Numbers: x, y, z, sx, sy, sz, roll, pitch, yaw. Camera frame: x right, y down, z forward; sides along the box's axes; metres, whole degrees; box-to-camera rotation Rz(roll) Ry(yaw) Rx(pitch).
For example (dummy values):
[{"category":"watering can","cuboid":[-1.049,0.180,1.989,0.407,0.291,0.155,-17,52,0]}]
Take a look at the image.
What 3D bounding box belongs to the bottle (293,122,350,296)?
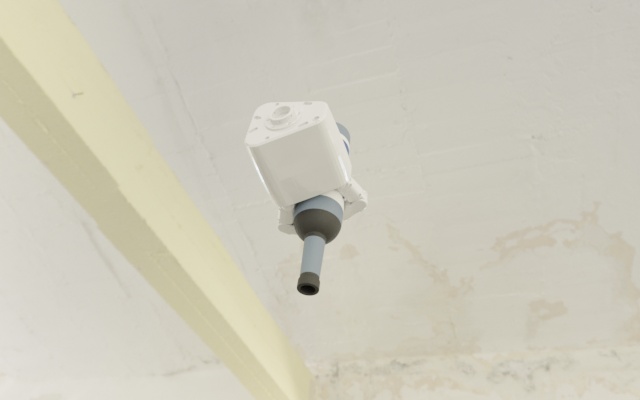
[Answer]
[{"category":"bottle","cuboid":[0.000,0.002,0.672,0.069,0.295,0.069,4,-44,4]}]
